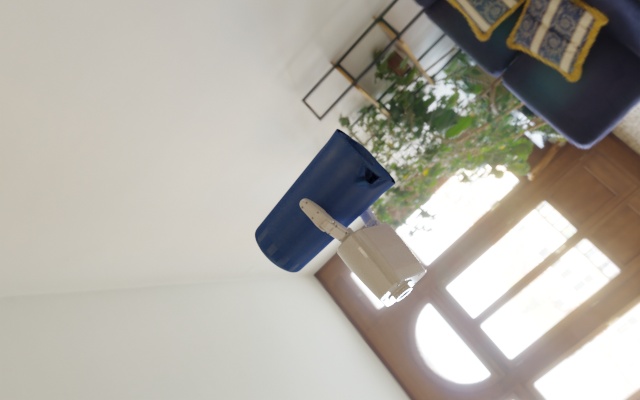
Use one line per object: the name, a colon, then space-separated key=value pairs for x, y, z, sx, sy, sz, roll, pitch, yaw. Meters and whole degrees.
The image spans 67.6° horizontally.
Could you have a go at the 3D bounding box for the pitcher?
pitcher: x=0.000 y=0.003 z=0.828 sx=0.145 sy=0.243 sz=0.149 roll=49 pitch=15 yaw=22
